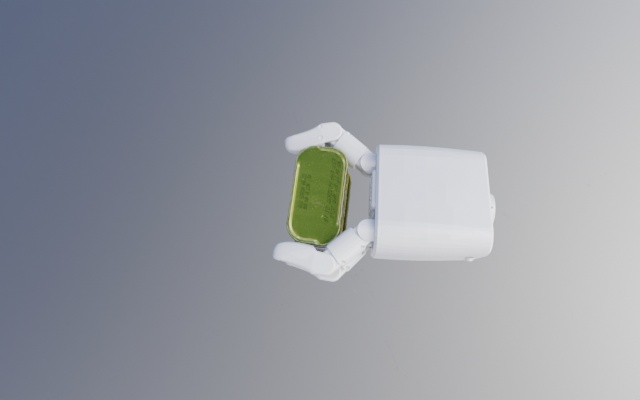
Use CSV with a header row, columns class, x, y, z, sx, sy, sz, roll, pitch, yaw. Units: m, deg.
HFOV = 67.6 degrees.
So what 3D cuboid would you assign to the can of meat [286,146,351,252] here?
class,x,y,z,sx,sy,sz,roll,pitch,yaw
can of meat,0.000,0.001,0.492,0.057,0.102,0.084,6,-10,5
